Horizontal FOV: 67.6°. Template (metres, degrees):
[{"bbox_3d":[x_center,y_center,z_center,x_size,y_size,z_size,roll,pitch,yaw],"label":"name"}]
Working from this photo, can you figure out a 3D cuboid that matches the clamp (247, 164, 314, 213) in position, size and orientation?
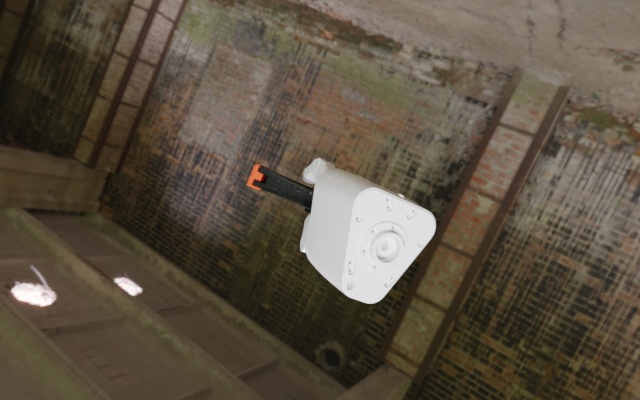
[{"bbox_3d":[-0.001,0.003,0.629,0.210,0.036,0.164,22,1,-22],"label":"clamp"}]
